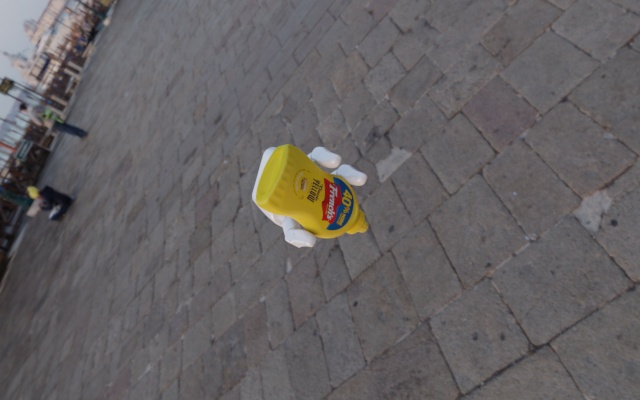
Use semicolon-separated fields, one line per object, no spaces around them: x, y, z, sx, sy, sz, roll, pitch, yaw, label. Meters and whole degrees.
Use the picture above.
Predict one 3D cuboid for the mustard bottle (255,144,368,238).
0.000;0.002;0.708;0.192;0.096;0.058;31;-23;-33;mustard bottle
